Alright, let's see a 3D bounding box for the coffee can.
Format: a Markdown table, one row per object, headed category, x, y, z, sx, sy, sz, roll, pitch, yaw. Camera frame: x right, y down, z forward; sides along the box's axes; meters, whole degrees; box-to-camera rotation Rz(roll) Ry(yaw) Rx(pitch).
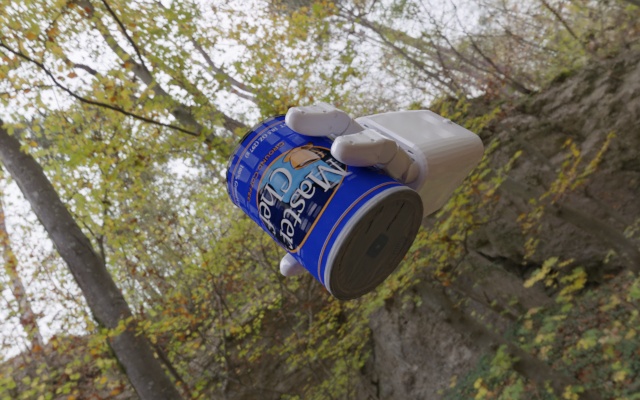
| category | x | y | z | sx | sy | sz | roll | pitch | yaw |
| --- | --- | --- | --- | --- | --- | --- | --- | --- | --- |
| coffee can | 0.000 | 0.002 | 0.407 | 0.140 | 0.103 | 0.103 | 38 | 23 | 34 |
